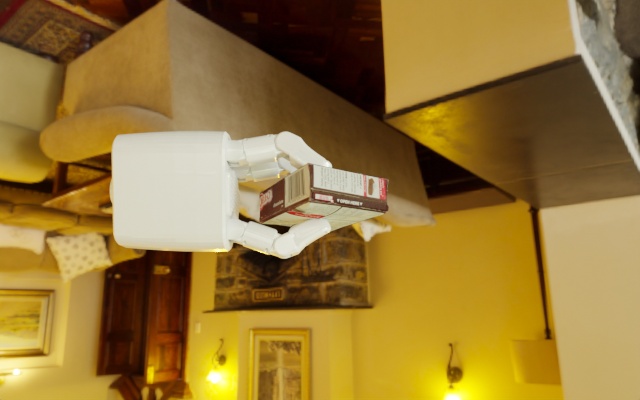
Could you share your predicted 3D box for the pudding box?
[{"bbox_3d":[0.000,0.002,0.481,0.090,0.039,0.113,8,-16,-29],"label":"pudding box"}]
